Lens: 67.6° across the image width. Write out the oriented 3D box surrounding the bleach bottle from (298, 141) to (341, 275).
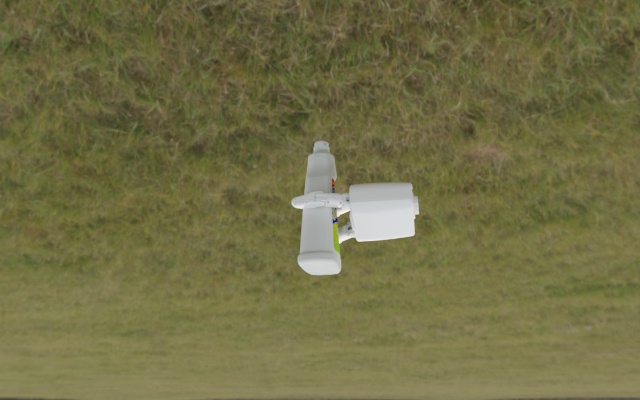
[{"bbox_3d":[0.000,0.003,0.874,0.068,0.250,0.103,-5,-23,11],"label":"bleach bottle"}]
